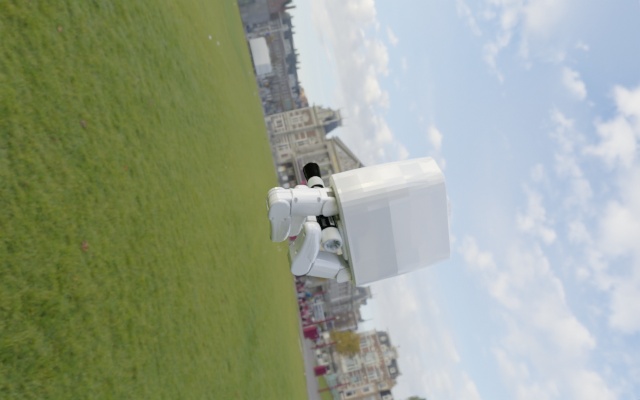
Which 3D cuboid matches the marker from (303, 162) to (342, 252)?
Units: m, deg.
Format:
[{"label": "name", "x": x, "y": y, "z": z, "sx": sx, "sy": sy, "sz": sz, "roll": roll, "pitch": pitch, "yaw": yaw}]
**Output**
[{"label": "marker", "x": 0.000, "y": 0.002, "z": 0.488, "sx": 0.020, "sy": 0.020, "sz": 0.121, "roll": 0, "pitch": 42, "yaw": -15}]
